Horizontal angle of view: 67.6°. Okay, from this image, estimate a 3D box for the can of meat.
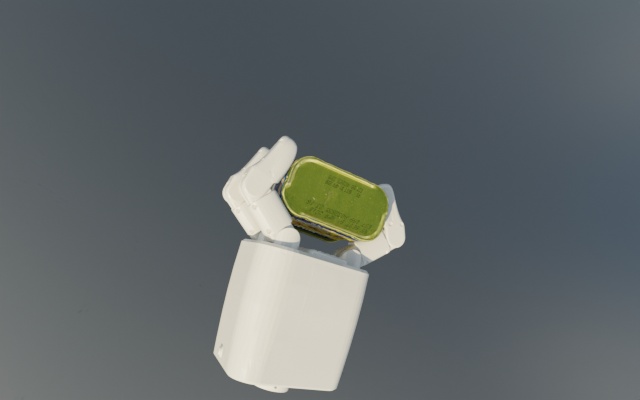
[{"bbox_3d":[0.000,0.001,0.434,0.102,0.057,0.084,22,-10,-19],"label":"can of meat"}]
